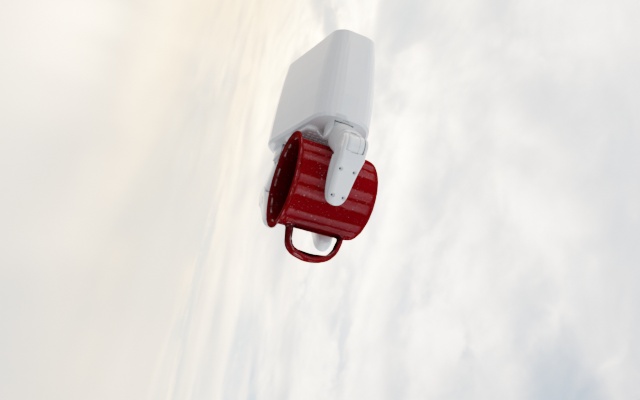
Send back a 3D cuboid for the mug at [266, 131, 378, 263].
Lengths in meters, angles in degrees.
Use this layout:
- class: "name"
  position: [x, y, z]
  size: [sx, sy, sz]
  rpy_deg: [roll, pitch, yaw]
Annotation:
- class: "mug"
  position: [0.000, 0.003, 0.446]
  size: [0.081, 0.117, 0.093]
  rpy_deg: [16, -24, -17]
